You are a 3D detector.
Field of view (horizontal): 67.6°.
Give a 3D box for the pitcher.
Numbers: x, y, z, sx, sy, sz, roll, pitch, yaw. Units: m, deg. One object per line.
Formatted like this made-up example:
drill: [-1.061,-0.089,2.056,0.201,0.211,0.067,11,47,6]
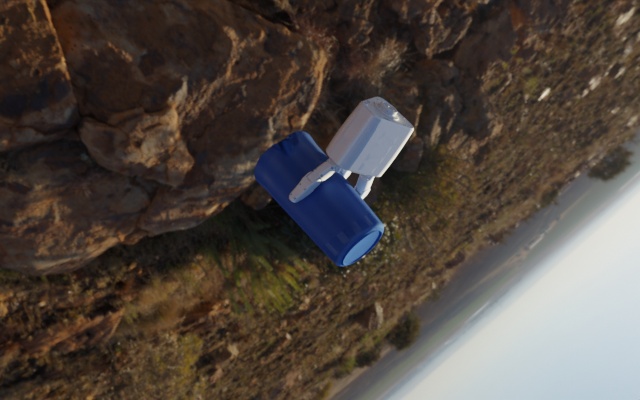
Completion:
pitcher: [0.000,0.003,0.873,0.242,0.145,0.149,49,29,23]
